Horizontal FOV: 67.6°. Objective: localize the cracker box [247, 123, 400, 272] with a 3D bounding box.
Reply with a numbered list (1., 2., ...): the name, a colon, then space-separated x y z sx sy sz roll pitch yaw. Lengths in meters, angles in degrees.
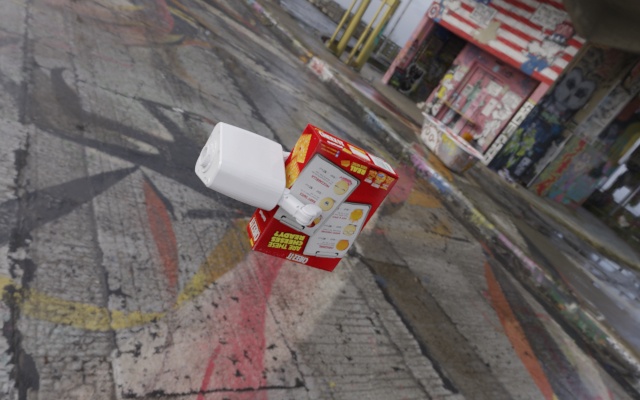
1. cracker box: 0.000 0.003 0.789 0.164 0.214 0.072 21 24 -31
